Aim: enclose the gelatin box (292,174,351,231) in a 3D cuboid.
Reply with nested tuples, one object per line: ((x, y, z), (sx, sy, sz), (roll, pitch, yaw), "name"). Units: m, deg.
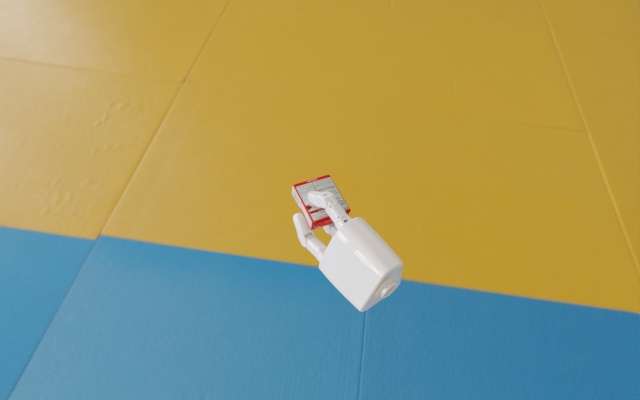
((0.000, 0.002, 0.838), (0.073, 0.089, 0.030), (-18, -32, -19), "gelatin box")
